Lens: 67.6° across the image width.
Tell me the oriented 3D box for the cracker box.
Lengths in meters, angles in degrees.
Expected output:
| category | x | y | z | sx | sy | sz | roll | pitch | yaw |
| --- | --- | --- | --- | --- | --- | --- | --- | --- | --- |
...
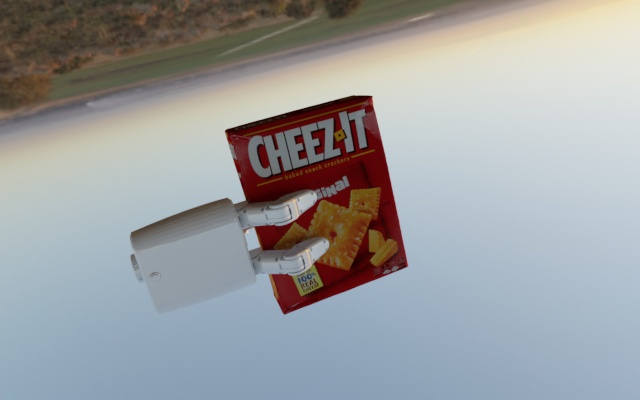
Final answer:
| category | x | y | z | sx | sy | sz | roll | pitch | yaw |
| --- | --- | --- | --- | --- | --- | --- | --- | --- | --- |
| cracker box | 0.000 | 0.002 | 0.554 | 0.164 | 0.214 | 0.072 | -18 | 16 | -13 |
